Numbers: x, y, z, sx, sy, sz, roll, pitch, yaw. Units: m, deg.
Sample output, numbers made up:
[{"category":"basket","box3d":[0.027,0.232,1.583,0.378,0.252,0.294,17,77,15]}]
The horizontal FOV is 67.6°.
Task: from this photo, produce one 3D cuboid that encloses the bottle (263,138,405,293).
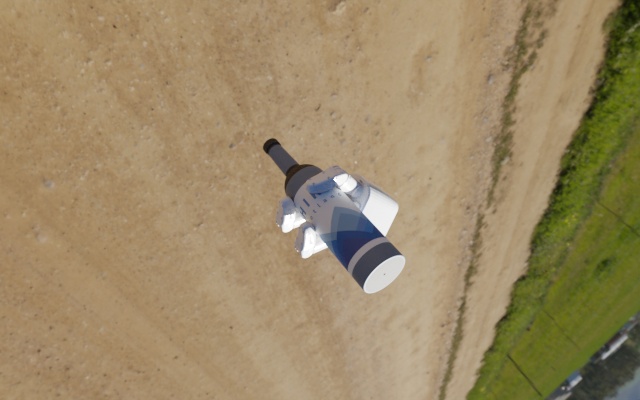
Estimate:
[{"category":"bottle","box3d":[0.000,0.002,0.680,0.069,0.069,0.295,0,38,-44]}]
